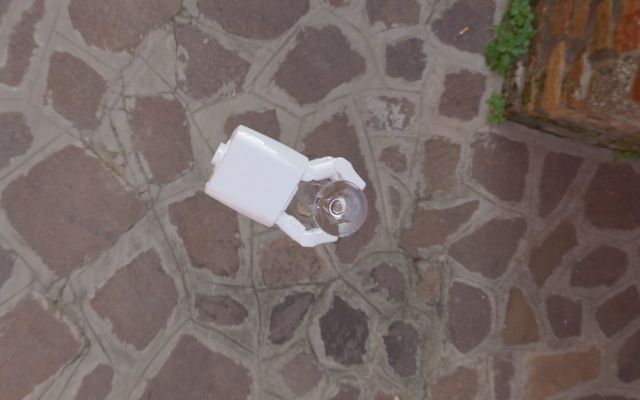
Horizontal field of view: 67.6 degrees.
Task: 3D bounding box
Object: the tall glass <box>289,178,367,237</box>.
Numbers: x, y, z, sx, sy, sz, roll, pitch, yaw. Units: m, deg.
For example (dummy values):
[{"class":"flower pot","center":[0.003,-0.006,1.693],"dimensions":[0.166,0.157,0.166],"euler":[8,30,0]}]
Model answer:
[{"class":"tall glass","center":[0.000,0.003,0.710],"dimensions":[0.079,0.079,0.201],"euler":[0,4,-15]}]
